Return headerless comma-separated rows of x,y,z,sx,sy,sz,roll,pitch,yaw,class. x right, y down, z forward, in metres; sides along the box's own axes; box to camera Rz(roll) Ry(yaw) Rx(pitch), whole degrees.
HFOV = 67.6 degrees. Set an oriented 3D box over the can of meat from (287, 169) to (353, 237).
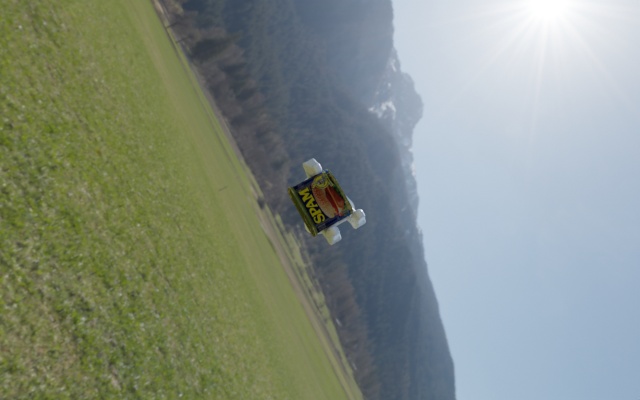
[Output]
0.000,0.003,0.885,0.084,0.102,0.057,-29,-6,-11,can of meat
